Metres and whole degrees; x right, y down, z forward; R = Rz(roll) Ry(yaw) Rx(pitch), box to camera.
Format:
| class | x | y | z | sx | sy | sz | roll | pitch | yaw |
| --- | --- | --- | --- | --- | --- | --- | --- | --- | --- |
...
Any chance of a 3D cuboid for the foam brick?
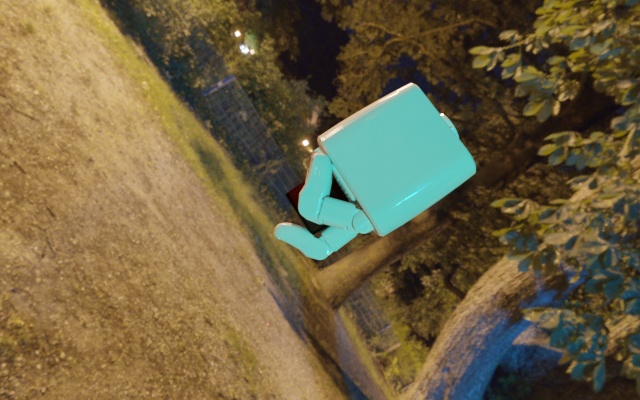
| class | x | y | z | sx | sy | sz | roll | pitch | yaw |
| --- | --- | --- | --- | --- | --- | --- | --- | --- | --- |
| foam brick | 0.000 | 0.002 | 0.514 | 0.051 | 0.053 | 0.078 | -33 | 0 | 0 |
